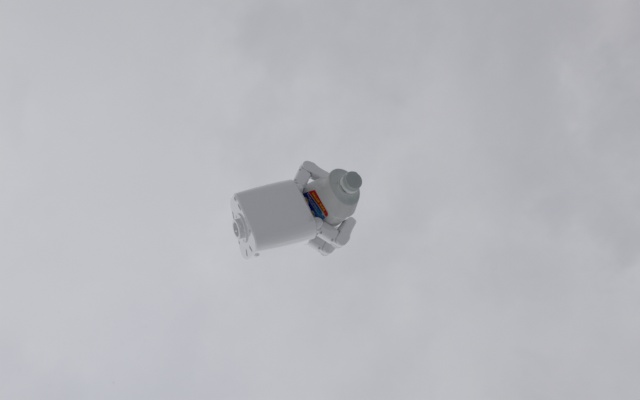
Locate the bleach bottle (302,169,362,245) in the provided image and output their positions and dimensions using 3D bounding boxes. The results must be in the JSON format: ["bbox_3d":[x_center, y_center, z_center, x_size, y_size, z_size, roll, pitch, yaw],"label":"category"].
[{"bbox_3d":[0.000,0.003,0.825,0.068,0.102,0.251,-14,-13,-27],"label":"bleach bottle"}]
